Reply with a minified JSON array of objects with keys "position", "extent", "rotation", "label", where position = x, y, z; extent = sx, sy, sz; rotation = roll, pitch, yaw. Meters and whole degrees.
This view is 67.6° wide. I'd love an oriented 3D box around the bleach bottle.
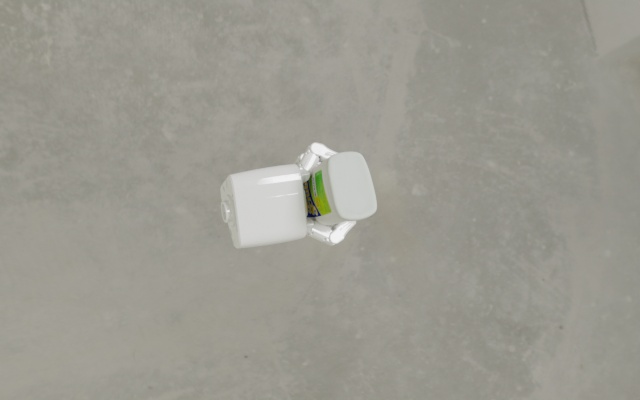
[{"position":[0.000,0.002,0.777],"extent":[0.068,0.102,0.251],"rotation":[-9,-9,-23],"label":"bleach bottle"}]
